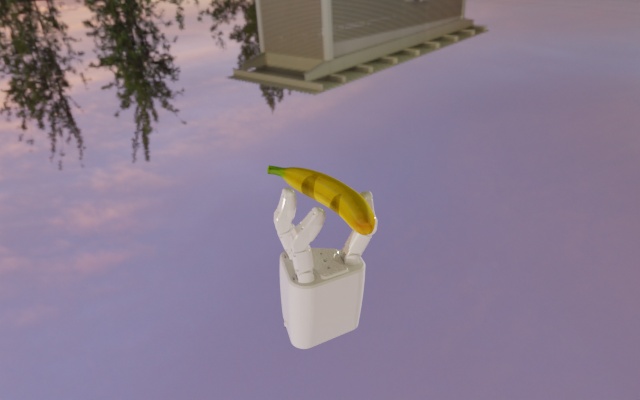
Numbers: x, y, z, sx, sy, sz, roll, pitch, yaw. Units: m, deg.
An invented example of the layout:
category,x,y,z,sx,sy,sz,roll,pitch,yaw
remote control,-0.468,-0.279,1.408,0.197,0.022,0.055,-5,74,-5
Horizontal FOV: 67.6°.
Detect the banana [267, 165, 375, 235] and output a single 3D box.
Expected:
category,x,y,z,sx,sy,sz,roll,pitch,yaw
banana,0.012,-0.003,0.614,0.069,0.037,0.197,-14,31,-39
